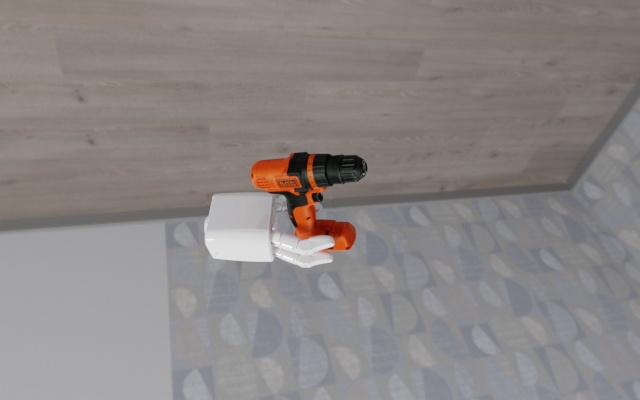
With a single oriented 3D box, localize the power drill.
[{"bbox_3d":[0.000,0.003,0.765,0.184,0.188,0.057,-1,44,22],"label":"power drill"}]
